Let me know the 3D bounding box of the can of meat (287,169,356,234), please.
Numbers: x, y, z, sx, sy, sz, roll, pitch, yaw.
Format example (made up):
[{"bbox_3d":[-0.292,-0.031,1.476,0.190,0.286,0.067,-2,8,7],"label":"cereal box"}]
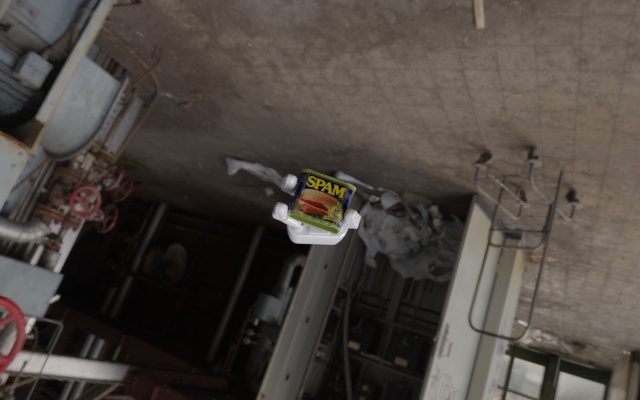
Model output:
[{"bbox_3d":[0.000,0.003,0.838,0.102,0.084,0.057,20,-15,-2],"label":"can of meat"}]
